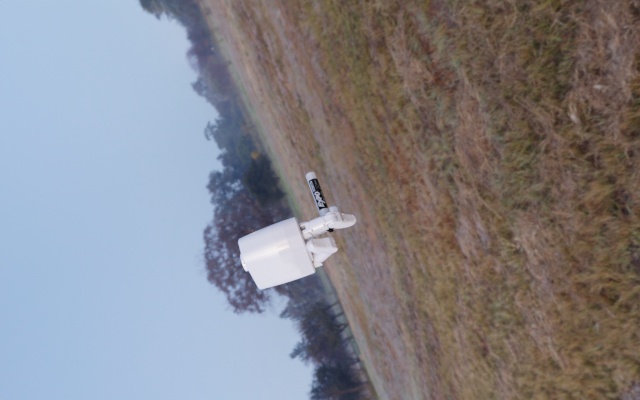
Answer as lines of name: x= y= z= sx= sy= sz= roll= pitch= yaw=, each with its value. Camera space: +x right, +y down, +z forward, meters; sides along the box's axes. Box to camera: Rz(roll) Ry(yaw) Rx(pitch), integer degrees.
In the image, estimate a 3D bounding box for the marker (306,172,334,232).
marker: x=0.000 y=0.003 z=0.838 sx=0.020 sy=0.121 sz=0.020 roll=-15 pitch=-29 yaw=-9
